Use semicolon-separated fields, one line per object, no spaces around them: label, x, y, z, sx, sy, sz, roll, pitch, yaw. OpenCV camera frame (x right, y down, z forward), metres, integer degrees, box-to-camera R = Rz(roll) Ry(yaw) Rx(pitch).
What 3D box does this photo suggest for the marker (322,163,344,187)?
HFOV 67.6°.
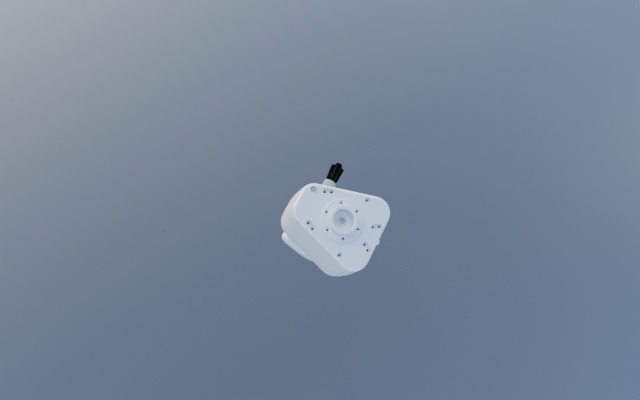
marker;0.000;0.002;0.648;0.020;0.121;0.020;25;-13;7
